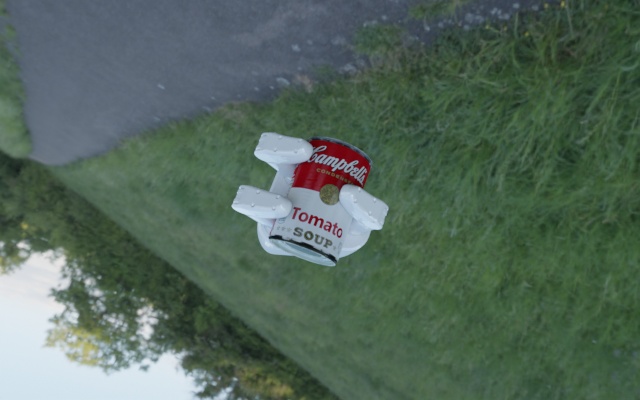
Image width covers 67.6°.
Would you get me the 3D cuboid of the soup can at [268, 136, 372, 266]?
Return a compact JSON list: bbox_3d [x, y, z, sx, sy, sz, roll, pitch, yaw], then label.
[{"bbox_3d":[0.000,0.002,0.441,0.068,0.102,0.068,19,-15,5],"label":"soup can"}]
